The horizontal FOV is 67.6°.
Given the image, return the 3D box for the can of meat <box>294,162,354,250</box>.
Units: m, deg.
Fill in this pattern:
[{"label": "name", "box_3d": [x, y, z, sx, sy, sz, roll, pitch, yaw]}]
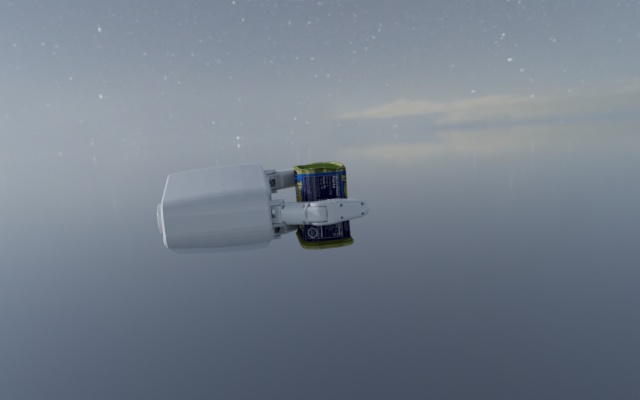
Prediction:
[{"label": "can of meat", "box_3d": [0.000, 0.001, 0.534, 0.057, 0.084, 0.102, -5, 8, -7]}]
